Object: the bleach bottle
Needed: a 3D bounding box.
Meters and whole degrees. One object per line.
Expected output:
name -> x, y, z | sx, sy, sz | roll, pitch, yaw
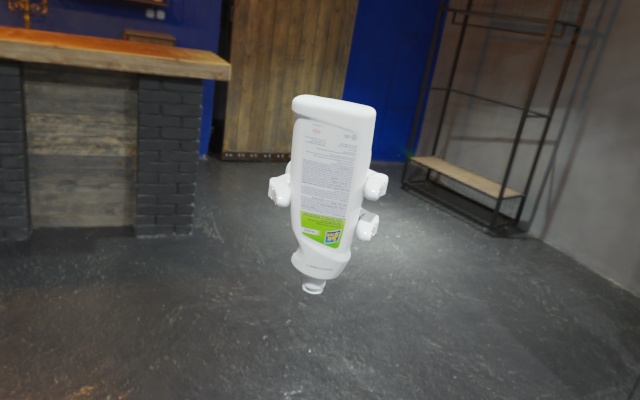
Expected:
bleach bottle -> 0.000, 0.002, 0.604 | 0.102, 0.251, 0.068 | 13, 21, 8
